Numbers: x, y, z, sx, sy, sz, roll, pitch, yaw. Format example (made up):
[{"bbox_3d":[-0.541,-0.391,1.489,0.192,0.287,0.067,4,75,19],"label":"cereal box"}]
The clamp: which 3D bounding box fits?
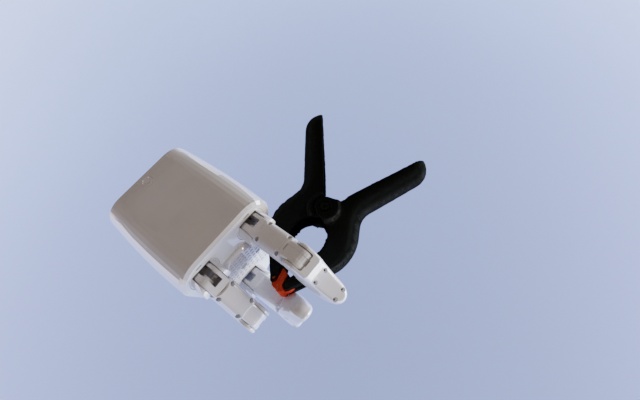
[{"bbox_3d":[0.000,0.002,0.427,0.120,0.171,0.039,34,-18,24],"label":"clamp"}]
